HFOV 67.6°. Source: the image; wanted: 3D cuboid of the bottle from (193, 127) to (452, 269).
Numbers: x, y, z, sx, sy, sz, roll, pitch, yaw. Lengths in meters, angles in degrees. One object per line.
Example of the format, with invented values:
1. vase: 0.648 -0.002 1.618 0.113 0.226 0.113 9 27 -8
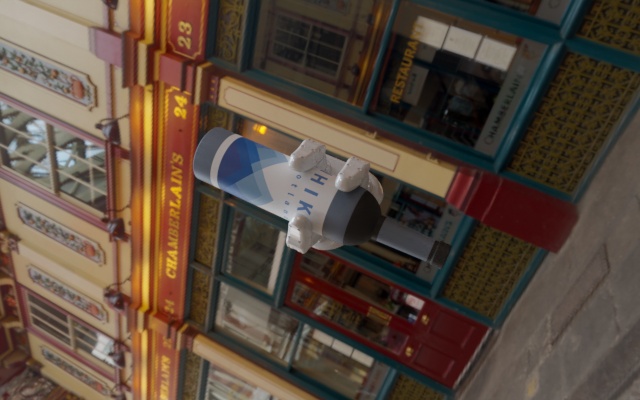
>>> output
1. bottle: 0.000 0.002 0.529 0.295 0.069 0.069 24 6 14
